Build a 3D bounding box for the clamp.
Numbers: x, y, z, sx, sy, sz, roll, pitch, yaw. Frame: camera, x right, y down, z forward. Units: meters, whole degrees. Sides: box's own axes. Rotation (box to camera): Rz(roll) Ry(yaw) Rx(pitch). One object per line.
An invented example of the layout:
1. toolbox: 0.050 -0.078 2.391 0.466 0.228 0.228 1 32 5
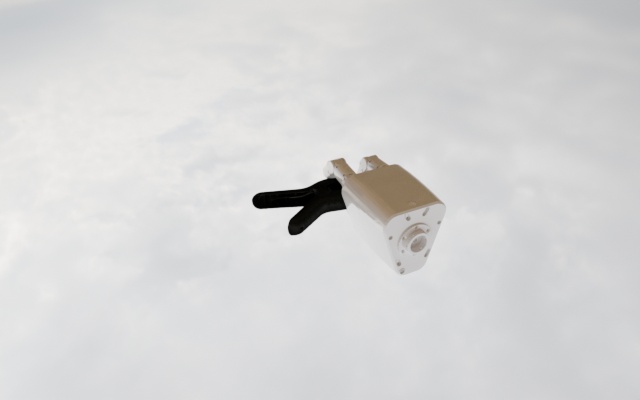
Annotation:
1. clamp: 0.000 0.003 0.674 0.171 0.039 0.120 -16 34 -19
